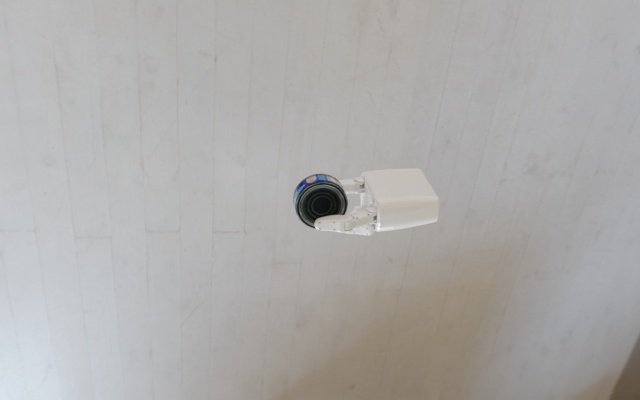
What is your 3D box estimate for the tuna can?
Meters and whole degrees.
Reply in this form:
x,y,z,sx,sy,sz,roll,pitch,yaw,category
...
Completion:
x,y,z,sx,sy,sz,roll,pitch,yaw,category
0.000,0.003,0.764,0.086,0.086,0.033,0,25,-9,tuna can
